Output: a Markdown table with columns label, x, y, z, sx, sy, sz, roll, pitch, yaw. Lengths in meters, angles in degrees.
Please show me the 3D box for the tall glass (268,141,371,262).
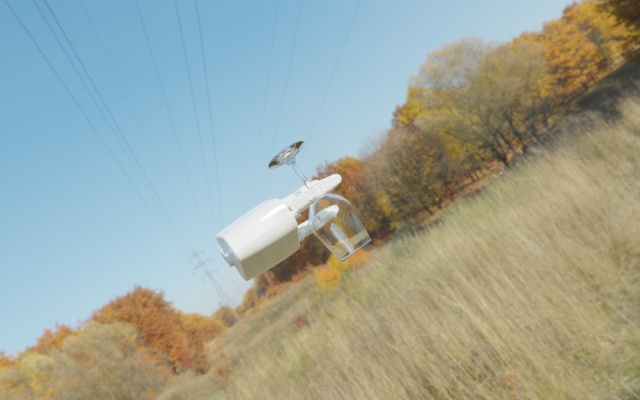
| label | x | y | z | sx | sy | sz | roll | pitch | yaw |
| --- | --- | --- | --- | --- | --- | --- | --- | --- | --- |
| tall glass | 0.000 | 0.002 | 0.790 | 0.079 | 0.201 | 0.079 | -36 | -8 | -6 |
